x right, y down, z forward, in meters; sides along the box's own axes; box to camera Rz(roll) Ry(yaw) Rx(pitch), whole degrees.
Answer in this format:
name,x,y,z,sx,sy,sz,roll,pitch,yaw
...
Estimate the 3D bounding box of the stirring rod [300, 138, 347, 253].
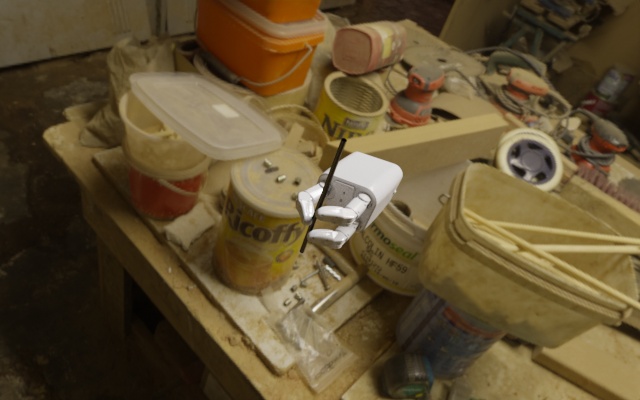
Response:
name,x,y,z,sx,sy,sz,roll,pitch,yaw
stirring rod,0.000,0.002,0.714,0.011,0.011,0.240,0,-43,-21
